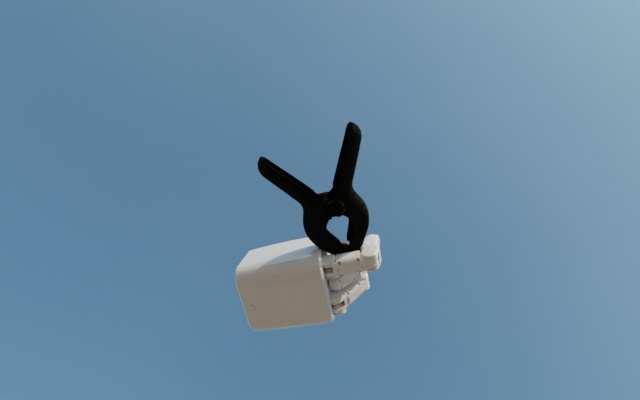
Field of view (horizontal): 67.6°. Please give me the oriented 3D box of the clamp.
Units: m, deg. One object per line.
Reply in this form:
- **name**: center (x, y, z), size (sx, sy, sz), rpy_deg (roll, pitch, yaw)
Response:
- **clamp**: center (0.000, 0.002, 0.558), size (0.120, 0.171, 0.039), rpy_deg (-11, 22, 2)
